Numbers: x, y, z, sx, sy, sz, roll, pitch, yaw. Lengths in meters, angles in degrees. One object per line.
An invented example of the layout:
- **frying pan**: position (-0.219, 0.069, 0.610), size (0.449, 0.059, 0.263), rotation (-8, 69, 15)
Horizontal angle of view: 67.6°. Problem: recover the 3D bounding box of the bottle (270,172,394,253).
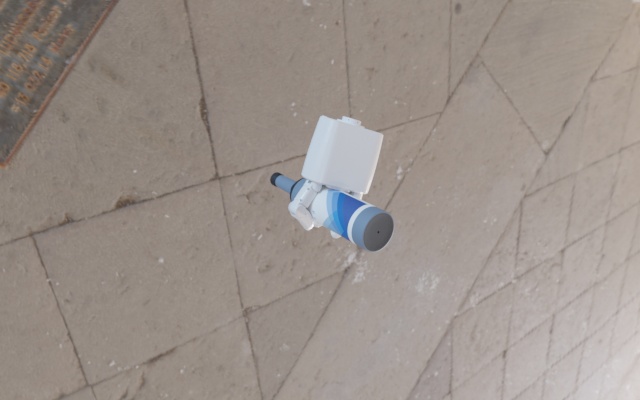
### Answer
- **bottle**: position (0.000, 0.003, 0.825), size (0.069, 0.069, 0.295), rotation (0, 18, -39)
